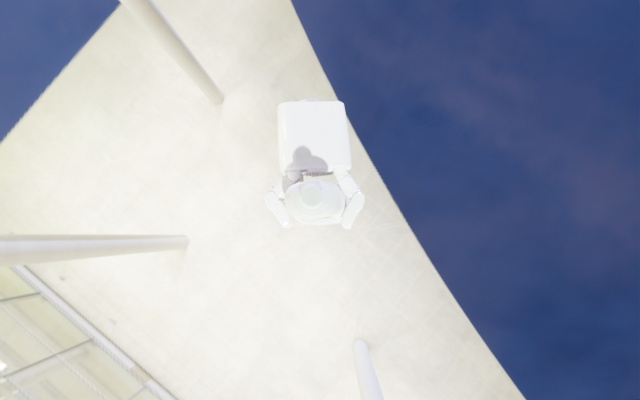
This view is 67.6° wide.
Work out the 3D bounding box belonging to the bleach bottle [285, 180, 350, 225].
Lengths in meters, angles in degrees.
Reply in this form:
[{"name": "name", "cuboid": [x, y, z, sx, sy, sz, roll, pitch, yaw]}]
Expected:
[{"name": "bleach bottle", "cuboid": [0.000, 0.003, 0.752, 0.102, 0.068, 0.251, -5, -4, 1]}]
